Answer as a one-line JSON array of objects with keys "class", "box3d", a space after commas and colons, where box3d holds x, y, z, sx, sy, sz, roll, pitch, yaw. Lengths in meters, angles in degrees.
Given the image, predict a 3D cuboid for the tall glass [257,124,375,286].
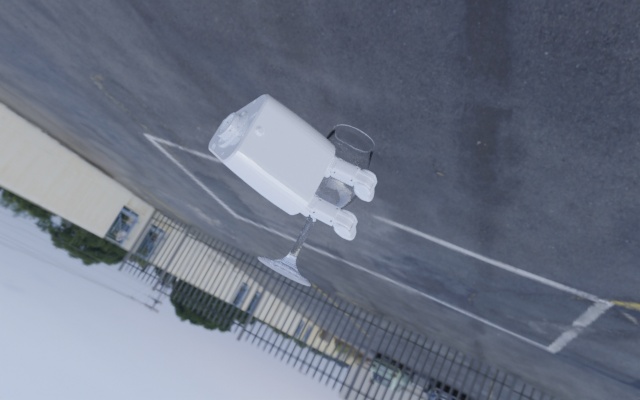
[{"class": "tall glass", "box3d": [0.000, 0.003, 0.607, 0.079, 0.201, 0.079, 26, -16, 8]}]
